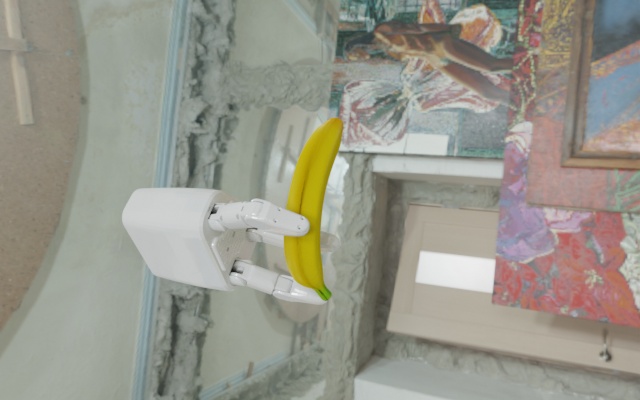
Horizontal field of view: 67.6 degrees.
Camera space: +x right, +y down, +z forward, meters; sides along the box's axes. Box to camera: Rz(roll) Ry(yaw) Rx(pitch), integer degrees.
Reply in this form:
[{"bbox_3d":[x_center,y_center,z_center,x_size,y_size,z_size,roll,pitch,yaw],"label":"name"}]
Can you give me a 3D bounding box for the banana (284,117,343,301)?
[{"bbox_3d":[-0.008,0.002,0.491,0.037,0.198,0.069,3,-8,25],"label":"banana"}]
